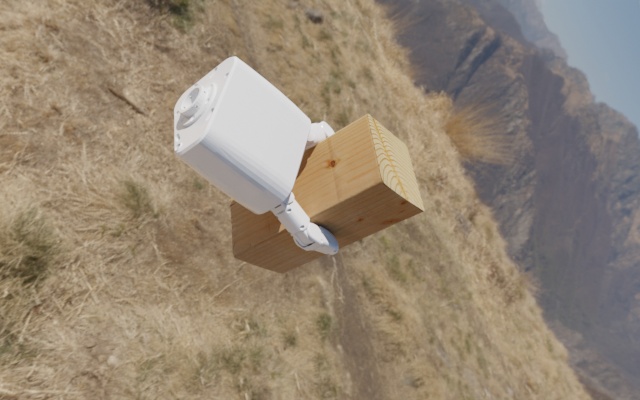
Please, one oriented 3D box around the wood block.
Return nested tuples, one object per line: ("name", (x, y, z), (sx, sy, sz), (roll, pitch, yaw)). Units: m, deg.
("wood block", (0.000, 0.002, 0.553), (0.206, 0.090, 0.090), (-27, -35, 29))
